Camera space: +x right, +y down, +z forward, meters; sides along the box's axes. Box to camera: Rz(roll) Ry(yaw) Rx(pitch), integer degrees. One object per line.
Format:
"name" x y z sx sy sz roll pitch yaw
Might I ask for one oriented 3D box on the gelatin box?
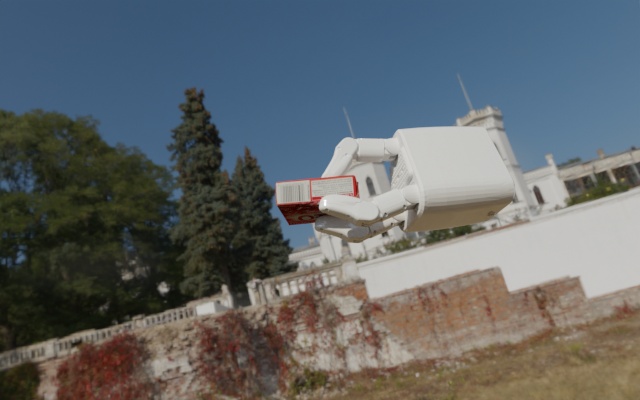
"gelatin box" 0.000 0.001 0.536 0.089 0.030 0.073 -5 -20 6
